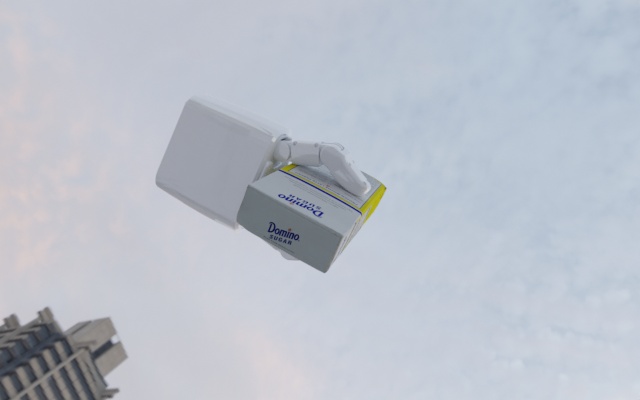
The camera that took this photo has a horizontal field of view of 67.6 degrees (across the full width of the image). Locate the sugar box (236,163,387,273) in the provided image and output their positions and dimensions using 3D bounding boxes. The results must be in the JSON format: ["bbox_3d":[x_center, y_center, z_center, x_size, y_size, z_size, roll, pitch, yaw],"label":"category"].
[{"bbox_3d":[0.000,0.002,0.470,0.093,0.048,0.176,28,25,11],"label":"sugar box"}]
